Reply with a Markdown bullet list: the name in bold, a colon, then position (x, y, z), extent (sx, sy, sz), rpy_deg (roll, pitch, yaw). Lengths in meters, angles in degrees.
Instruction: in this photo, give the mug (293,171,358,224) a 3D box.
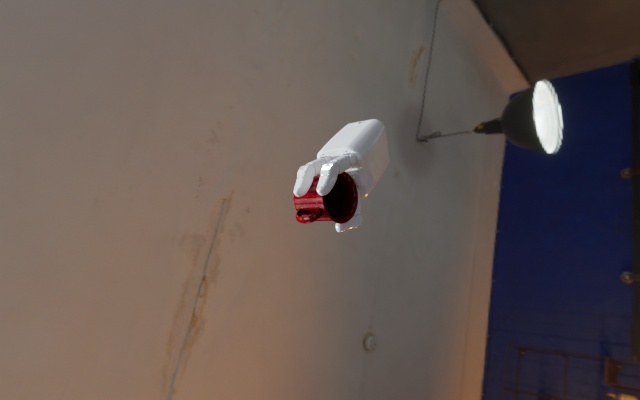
- **mug**: position (-0.001, 0.004, 0.841), extent (0.081, 0.093, 0.117), rpy_deg (-4, 34, 44)
